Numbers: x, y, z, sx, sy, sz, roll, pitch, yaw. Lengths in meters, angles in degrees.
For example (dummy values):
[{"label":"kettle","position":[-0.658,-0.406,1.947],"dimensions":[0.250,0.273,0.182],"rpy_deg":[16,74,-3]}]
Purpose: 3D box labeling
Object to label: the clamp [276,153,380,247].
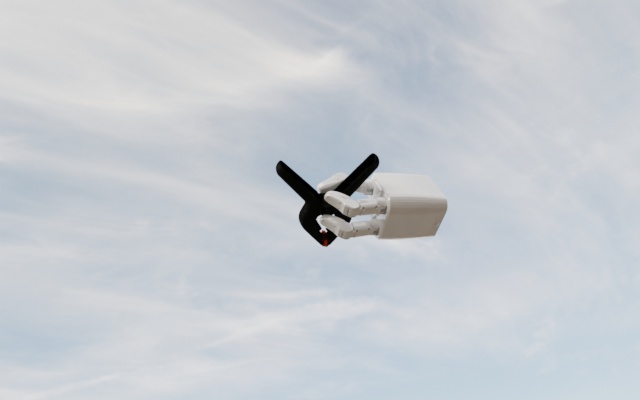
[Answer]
[{"label":"clamp","position":[0.000,0.002,0.813],"dimensions":[0.164,0.036,0.210],"rpy_deg":[1,-45,-11]}]
